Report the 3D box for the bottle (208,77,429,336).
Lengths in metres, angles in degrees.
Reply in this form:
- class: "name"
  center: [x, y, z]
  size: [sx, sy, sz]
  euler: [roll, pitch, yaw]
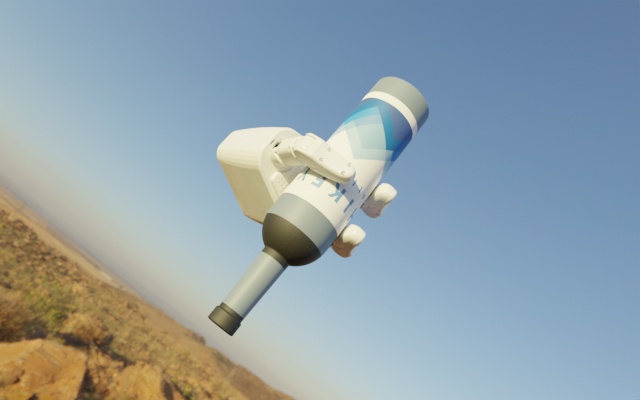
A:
- class: "bottle"
  center: [0.000, 0.001, 0.461]
  size: [0.069, 0.295, 0.069]
  euler: [34, -20, 14]
